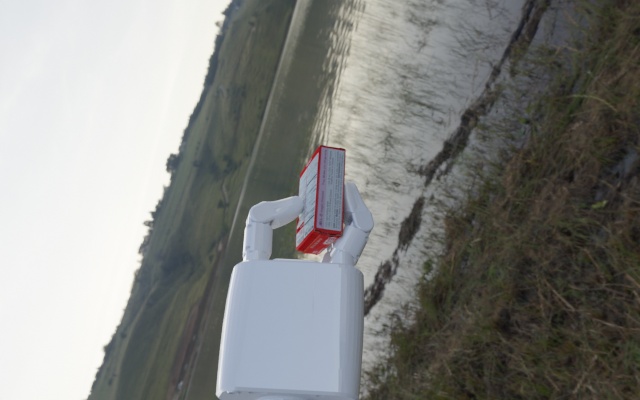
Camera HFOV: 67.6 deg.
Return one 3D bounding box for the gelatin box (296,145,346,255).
[{"bbox_3d":[0.000,0.001,0.468,0.030,0.089,0.073,8,-22,-14],"label":"gelatin box"}]
